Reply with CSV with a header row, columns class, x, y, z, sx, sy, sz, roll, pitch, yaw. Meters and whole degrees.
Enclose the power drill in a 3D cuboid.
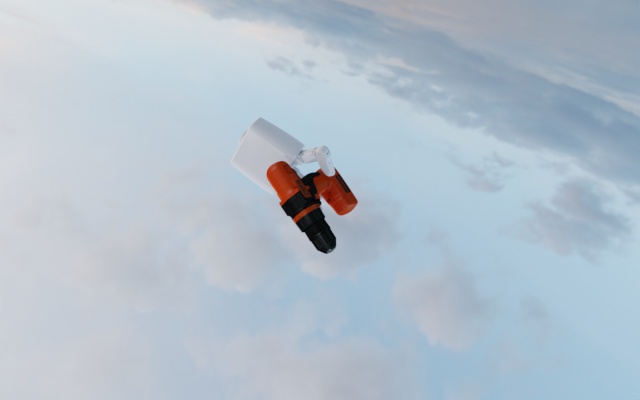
class,x,y,z,sx,sy,sz,roll,pitch,yaw
power drill,0.000,0.003,0.886,0.057,0.184,0.187,-37,-10,26
